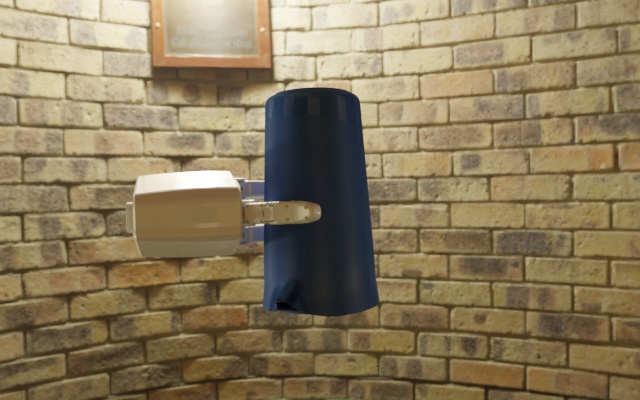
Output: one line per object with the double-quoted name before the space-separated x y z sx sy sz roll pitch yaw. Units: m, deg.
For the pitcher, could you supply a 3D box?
"pitcher" 0.000 0.002 0.553 0.145 0.243 0.149 -3 2 -16
